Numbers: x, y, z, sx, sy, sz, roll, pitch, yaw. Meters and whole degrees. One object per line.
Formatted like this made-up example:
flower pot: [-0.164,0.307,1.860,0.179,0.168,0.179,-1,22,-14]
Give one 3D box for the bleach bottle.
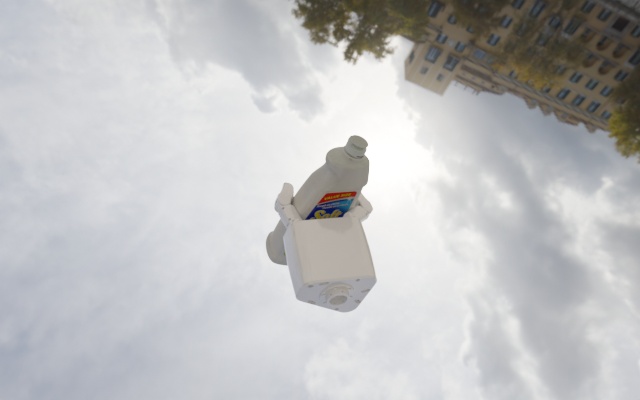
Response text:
bleach bottle: [0.000,0.002,0.738,0.102,0.068,0.251,8,-47,-23]
